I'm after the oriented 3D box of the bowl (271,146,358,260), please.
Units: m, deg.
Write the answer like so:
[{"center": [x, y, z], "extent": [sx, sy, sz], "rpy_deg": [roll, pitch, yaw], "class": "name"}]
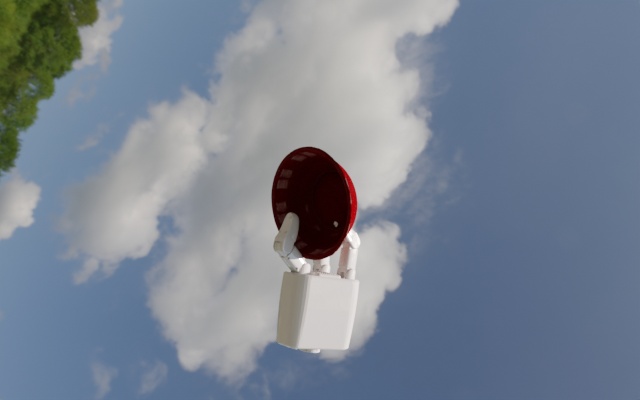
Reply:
[{"center": [0.001, 0.001, 0.692], "extent": [0.162, 0.162, 0.055], "rpy_deg": [0, 6, 45], "class": "bowl"}]
